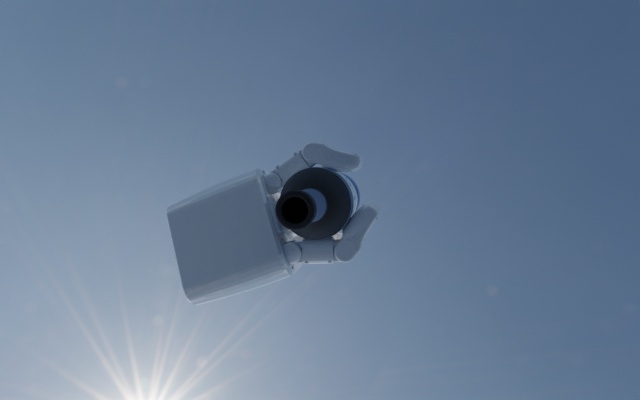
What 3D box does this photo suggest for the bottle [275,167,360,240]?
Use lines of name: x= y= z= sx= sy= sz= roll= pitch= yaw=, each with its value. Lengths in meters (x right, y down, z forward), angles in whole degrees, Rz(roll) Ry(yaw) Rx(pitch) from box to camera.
bottle: x=0.000 y=0.001 z=0.469 sx=0.069 sy=0.069 sz=0.295 roll=0 pitch=2 yaw=7
